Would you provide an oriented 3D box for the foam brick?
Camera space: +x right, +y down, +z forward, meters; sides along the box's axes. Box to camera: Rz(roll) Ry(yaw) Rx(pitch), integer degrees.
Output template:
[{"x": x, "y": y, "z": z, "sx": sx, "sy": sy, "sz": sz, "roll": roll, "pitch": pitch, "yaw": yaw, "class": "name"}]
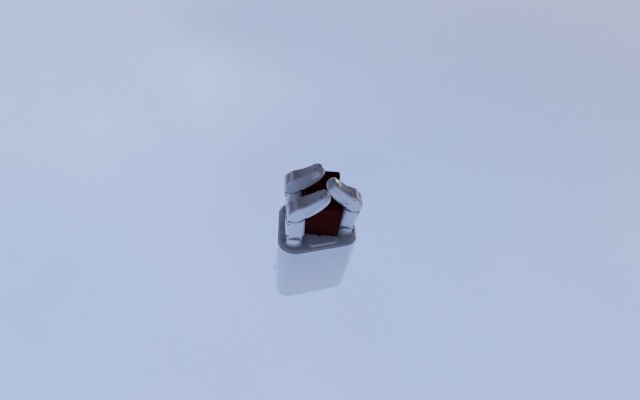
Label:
[{"x": 0.000, "y": 0.002, "z": 0.661, "sx": 0.053, "sy": 0.051, "sz": 0.078, "roll": 5, "pitch": 43, "yaw": -6, "class": "foam brick"}]
